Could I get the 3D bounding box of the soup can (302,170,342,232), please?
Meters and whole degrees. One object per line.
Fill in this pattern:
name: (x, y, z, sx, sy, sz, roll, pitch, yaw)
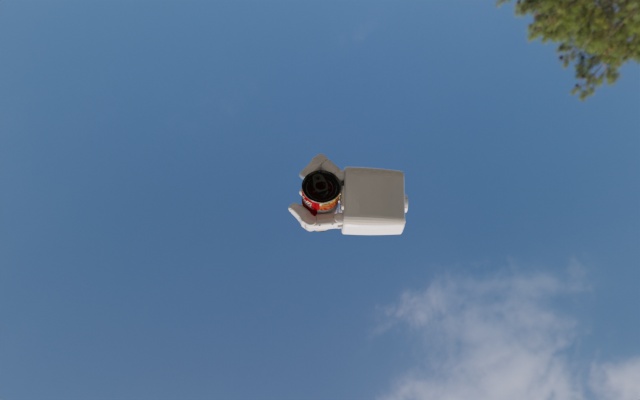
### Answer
soup can: (0.000, 0.003, 0.851, 0.068, 0.068, 0.102, 0, -33, -2)
